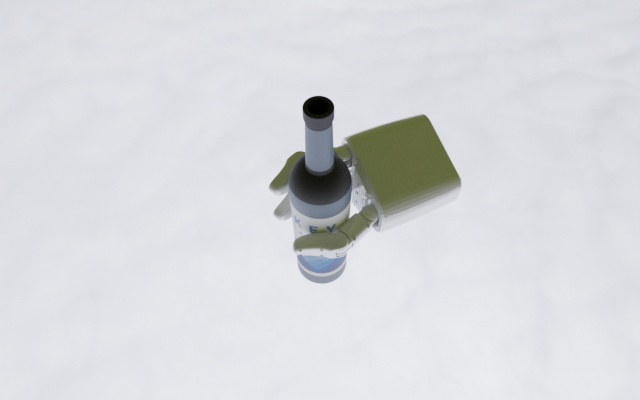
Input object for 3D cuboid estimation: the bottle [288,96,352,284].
[{"bbox_3d":[0.000,0.002,0.526,0.069,0.069,0.296,0,-33,1],"label":"bottle"}]
